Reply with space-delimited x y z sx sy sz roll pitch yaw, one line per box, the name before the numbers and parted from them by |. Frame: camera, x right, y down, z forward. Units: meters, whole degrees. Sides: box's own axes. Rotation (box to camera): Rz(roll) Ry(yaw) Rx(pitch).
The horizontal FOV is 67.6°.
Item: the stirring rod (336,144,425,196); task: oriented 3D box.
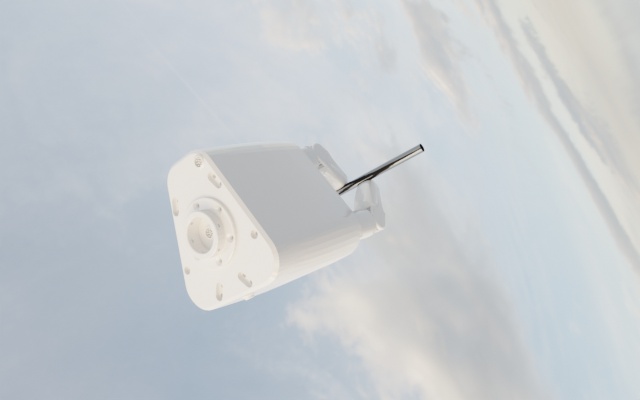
stirring rod | 0.000 0.002 0.485 0.239 0.011 0.011 -28 -16 32
